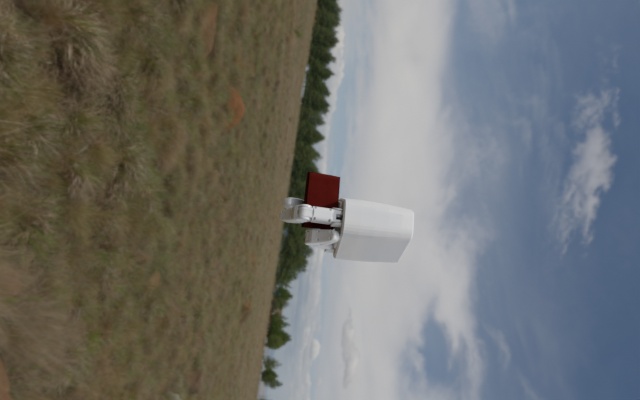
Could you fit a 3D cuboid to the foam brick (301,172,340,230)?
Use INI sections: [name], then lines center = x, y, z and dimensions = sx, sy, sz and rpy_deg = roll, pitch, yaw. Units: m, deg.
[foam brick]
center = 0.000, 0.002, 0.742
dimensions = 0.051, 0.078, 0.053
rpy_deg = 6, -15, -3
